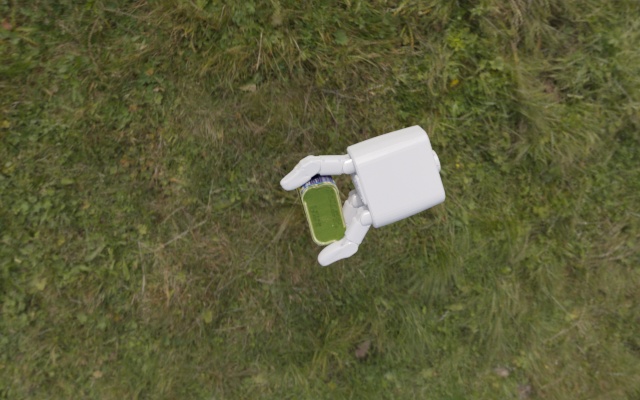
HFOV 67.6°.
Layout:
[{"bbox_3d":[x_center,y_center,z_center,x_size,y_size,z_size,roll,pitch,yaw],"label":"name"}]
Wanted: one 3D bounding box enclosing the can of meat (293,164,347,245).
[{"bbox_3d":[0.000,0.002,0.691,0.057,0.102,0.084,-16,29,-2],"label":"can of meat"}]
